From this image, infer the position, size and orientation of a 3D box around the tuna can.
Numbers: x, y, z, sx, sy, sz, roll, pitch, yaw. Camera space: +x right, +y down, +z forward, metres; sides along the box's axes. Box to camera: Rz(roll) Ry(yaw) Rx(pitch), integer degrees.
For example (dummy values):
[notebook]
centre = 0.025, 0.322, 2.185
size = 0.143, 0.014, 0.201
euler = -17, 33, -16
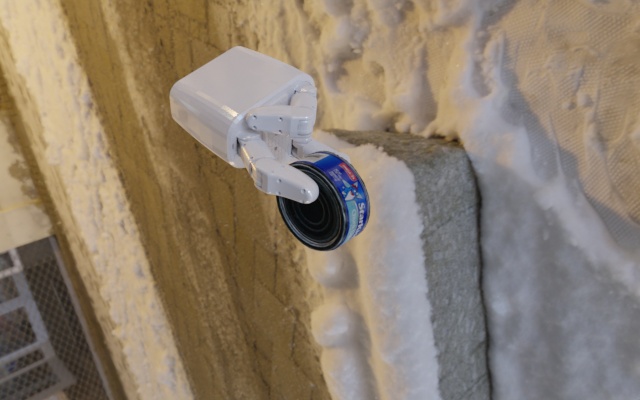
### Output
[tuna can]
centre = 0.000, 0.002, 0.425
size = 0.086, 0.086, 0.033
euler = 0, 21, 45
